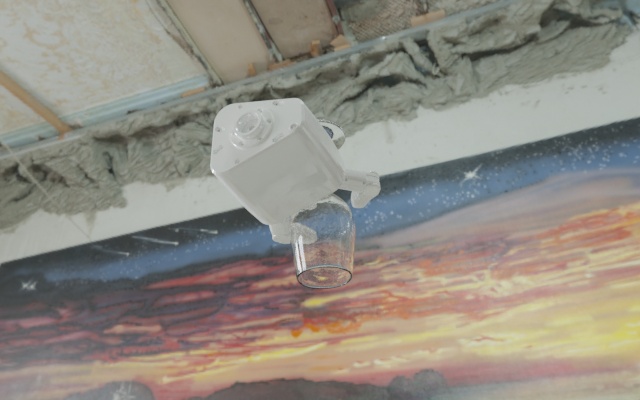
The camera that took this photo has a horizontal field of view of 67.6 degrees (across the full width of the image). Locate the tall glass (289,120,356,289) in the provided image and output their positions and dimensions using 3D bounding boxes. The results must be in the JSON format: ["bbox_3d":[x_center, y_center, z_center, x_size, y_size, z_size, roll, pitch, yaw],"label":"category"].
[{"bbox_3d":[0.000,0.001,0.578,0.079,0.201,0.079,-2,-32,-1],"label":"tall glass"}]
